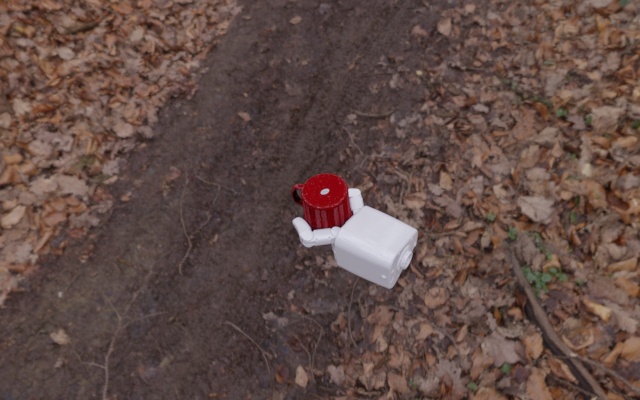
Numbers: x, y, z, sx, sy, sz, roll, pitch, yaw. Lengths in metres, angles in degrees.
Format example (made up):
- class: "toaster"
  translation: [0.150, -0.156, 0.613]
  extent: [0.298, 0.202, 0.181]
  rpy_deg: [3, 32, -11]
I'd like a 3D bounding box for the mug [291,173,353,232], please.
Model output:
- class: "mug"
  translation: [-0.001, 0.002, 0.841]
  extent: [0.117, 0.093, 0.082]
  rpy_deg: [24, -33, 23]
